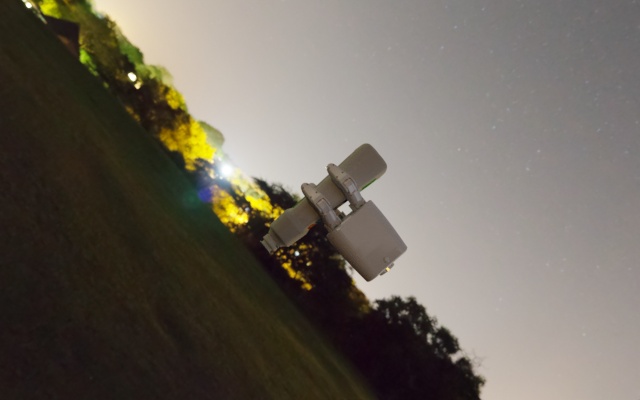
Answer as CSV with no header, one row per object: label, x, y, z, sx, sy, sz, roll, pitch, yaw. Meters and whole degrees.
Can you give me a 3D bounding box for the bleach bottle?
bleach bottle,0.000,0.003,0.841,0.251,0.068,0.102,-39,-2,-10
